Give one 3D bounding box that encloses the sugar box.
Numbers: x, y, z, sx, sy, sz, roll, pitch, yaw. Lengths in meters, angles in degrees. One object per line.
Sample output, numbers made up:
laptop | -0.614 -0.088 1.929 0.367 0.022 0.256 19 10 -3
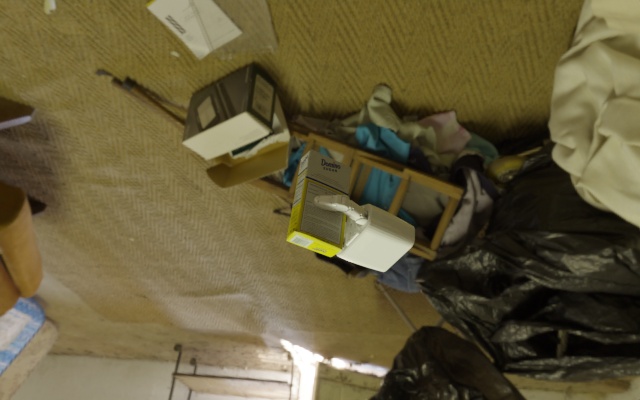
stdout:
sugar box | 0.000 0.003 0.855 0.093 0.176 0.048 23 -37 -22
